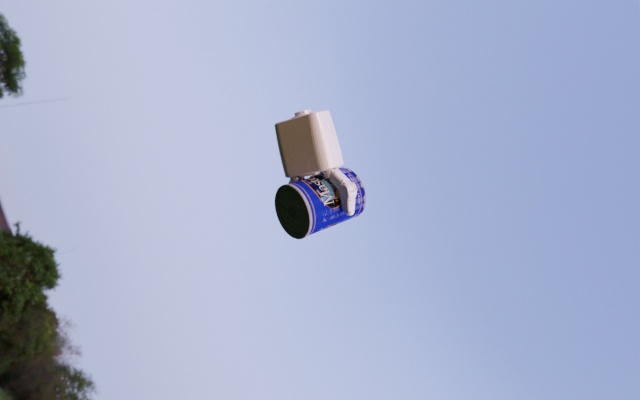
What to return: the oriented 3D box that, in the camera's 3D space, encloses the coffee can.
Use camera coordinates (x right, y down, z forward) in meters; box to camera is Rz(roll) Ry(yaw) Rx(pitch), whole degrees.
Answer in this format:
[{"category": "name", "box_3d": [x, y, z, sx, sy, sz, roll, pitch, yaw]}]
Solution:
[{"category": "coffee can", "box_3d": [0.000, 0.003, 0.897, 0.140, 0.103, 0.103, -19, 12, -37]}]
